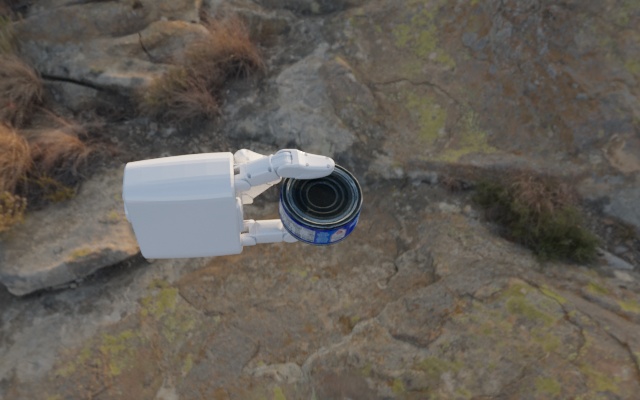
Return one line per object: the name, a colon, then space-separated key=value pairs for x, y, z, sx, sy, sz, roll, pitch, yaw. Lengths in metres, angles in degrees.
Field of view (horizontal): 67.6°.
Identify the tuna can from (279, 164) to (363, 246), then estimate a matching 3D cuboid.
tuna can: x=0.000 y=0.001 z=0.493 sx=0.086 sy=0.086 sz=0.034 roll=0 pitch=-34 yaw=-7
